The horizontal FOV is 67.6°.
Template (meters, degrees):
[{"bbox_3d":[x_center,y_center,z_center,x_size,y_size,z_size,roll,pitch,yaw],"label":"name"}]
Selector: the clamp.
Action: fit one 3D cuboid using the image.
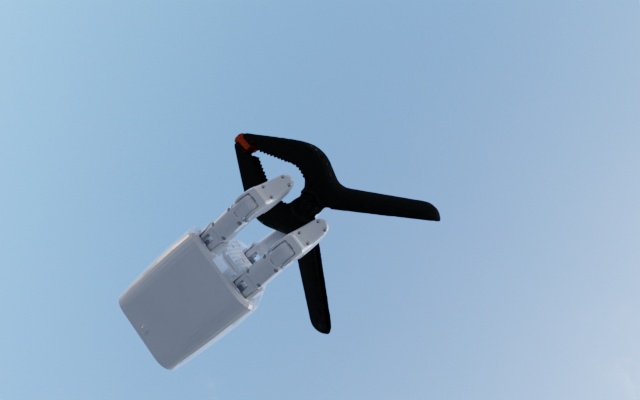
[{"bbox_3d":[0.000,0.001,0.474,0.164,0.210,0.036,-40,-10,7],"label":"clamp"}]
